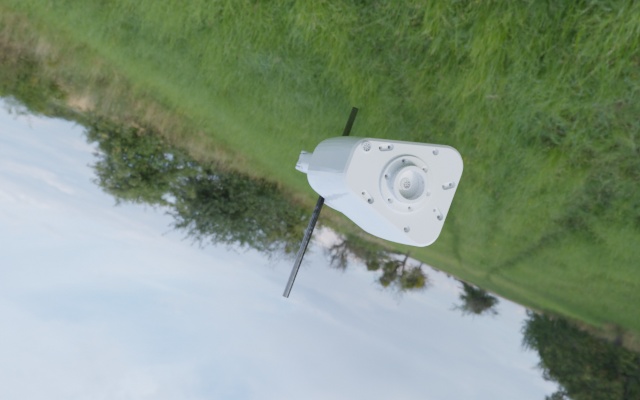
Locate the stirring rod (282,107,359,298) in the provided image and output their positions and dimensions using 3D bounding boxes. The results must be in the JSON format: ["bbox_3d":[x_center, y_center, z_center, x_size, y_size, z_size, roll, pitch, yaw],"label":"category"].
[{"bbox_3d":[0.000,0.002,0.571,0.011,0.239,0.011,20,-1,0],"label":"stirring rod"}]
